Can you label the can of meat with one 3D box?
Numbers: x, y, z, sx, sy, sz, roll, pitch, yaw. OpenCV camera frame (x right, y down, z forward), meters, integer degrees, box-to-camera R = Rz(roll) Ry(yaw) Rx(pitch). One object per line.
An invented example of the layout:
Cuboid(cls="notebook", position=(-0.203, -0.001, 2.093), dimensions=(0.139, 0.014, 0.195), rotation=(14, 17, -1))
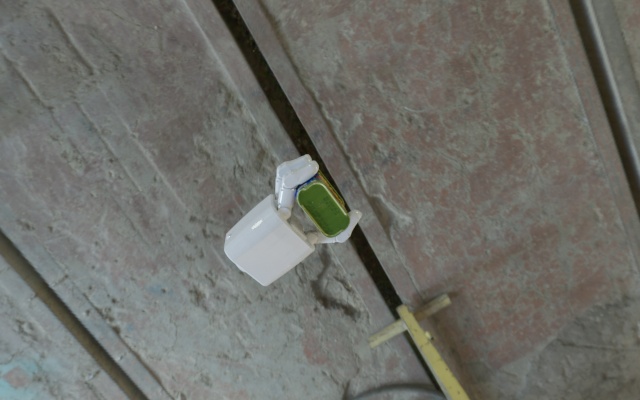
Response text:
Cuboid(cls="can of meat", position=(0.000, 0.003, 0.766), dimensions=(0.057, 0.102, 0.084), rotation=(-37, 19, 5))
